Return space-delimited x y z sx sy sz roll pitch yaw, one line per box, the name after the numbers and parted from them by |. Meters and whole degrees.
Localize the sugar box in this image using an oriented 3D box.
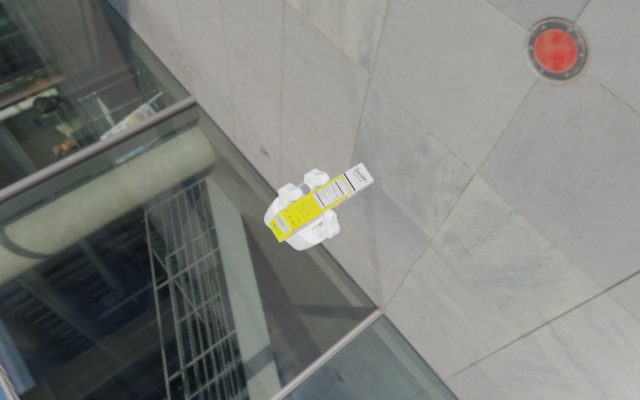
0.000 0.002 0.824 0.176 0.048 0.093 -34 -3 -23 | sugar box
